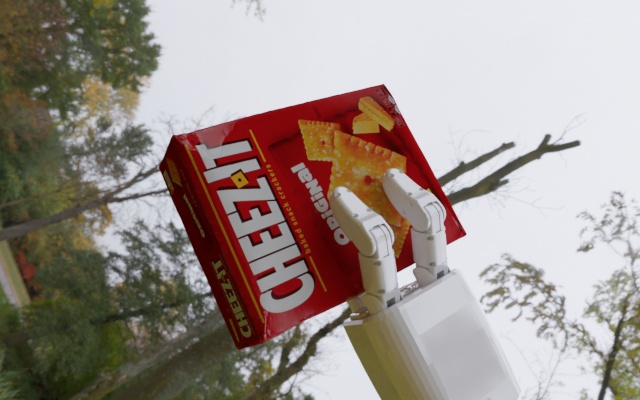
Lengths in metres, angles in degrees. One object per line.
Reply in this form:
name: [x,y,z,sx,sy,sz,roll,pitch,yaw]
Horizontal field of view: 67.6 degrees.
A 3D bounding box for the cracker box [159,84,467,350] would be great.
cracker box: [0.000,0.001,0.406,0.213,0.164,0.072,-21,-10,-31]
